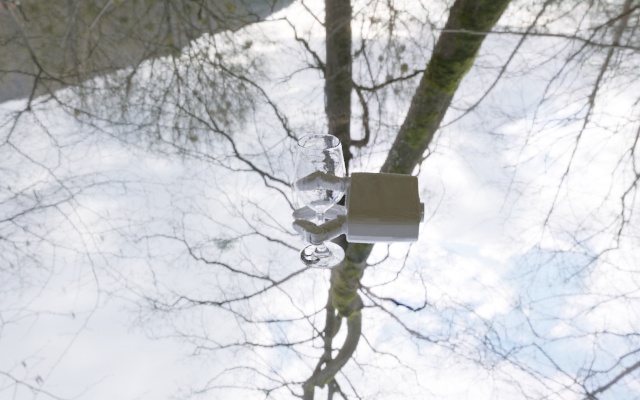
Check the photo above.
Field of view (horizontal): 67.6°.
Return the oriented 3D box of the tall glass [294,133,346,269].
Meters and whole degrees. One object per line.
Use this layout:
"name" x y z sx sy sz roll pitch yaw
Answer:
"tall glass" 0.000 0.003 0.727 0.079 0.201 0.079 -1 30 1
